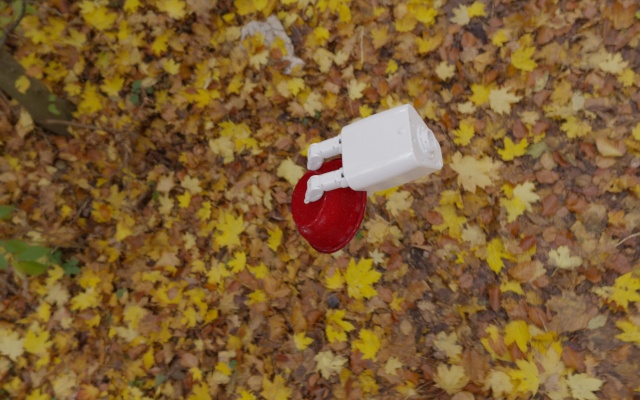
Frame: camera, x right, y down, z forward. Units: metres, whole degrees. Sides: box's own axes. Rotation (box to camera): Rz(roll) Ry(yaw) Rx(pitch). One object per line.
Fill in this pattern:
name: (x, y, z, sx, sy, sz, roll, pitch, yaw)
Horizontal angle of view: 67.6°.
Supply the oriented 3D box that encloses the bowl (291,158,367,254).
bowl: (-0.001, 0.003, 0.771, 0.055, 0.162, 0.162, 15, -9, -37)
